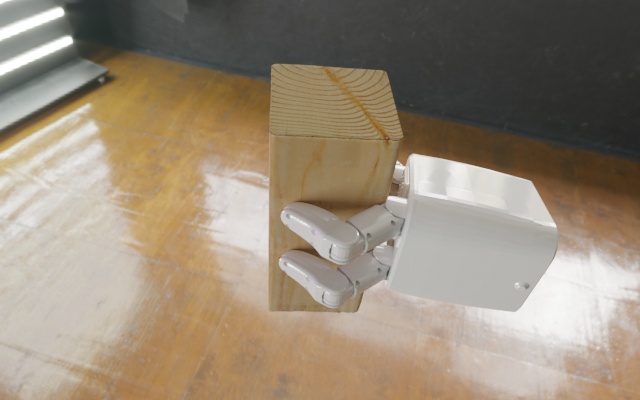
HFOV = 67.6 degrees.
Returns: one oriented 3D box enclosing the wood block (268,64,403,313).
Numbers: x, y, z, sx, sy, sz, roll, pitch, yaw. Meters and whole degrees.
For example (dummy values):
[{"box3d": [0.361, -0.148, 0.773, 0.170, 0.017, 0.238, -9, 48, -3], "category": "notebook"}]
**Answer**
[{"box3d": [0.000, 0.001, 0.406, 0.090, 0.206, 0.090, 2, 45, -5], "category": "wood block"}]
